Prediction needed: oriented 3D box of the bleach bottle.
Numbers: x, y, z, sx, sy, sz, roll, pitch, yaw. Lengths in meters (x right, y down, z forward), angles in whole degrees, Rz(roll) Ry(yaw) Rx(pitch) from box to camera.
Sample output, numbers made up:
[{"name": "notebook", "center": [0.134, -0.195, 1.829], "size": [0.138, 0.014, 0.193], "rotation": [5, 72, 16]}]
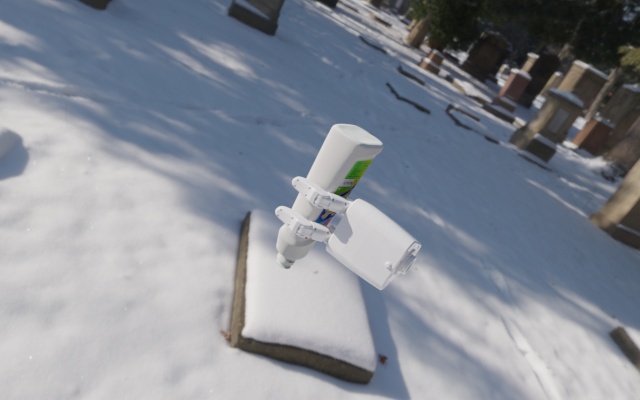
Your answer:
[{"name": "bleach bottle", "center": [0.000, 0.002, 0.759], "size": [0.068, 0.251, 0.102], "rotation": [38, 22, 20]}]
